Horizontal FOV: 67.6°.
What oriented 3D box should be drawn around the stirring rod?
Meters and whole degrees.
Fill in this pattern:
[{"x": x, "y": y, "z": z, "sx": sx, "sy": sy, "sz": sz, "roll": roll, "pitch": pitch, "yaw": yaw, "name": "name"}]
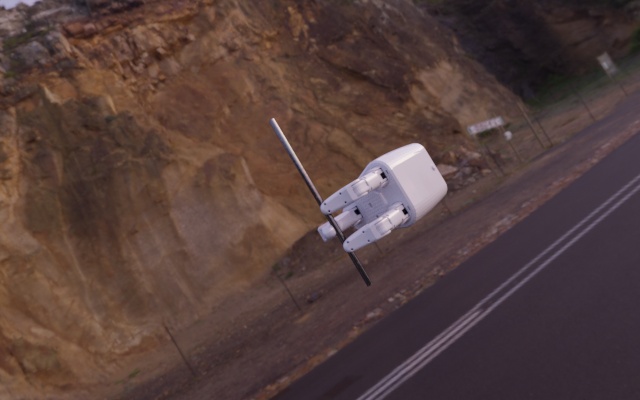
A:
[{"x": 0.000, "y": 0.002, "z": 0.597, "sx": 0.011, "sy": 0.239, "sz": 0.011, "roll": -31, "pitch": -2, "yaw": -1, "name": "stirring rod"}]
